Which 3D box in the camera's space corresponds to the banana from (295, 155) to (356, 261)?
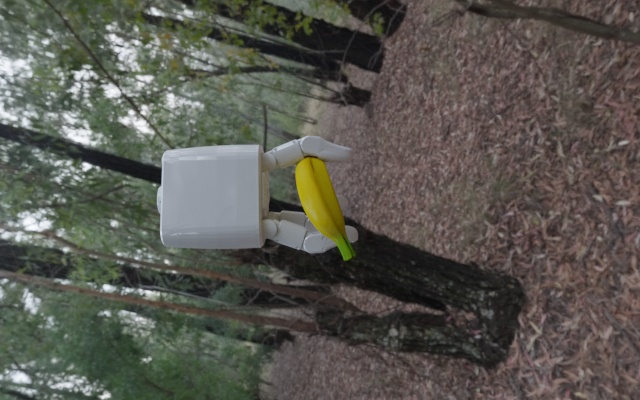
[{"bbox_3d":[-0.004,-0.012,0.521,0.037,0.070,0.197,-17,29,1],"label":"banana"}]
